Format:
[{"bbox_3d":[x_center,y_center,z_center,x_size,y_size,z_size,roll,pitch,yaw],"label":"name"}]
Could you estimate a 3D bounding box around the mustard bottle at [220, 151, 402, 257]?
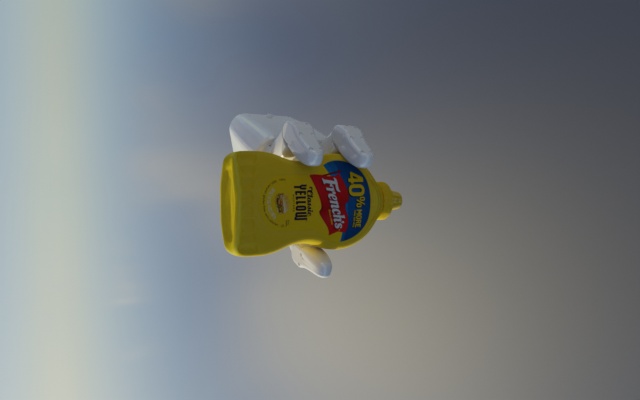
[{"bbox_3d":[0.000,0.002,0.475,0.191,0.096,0.058,-1,0,-29],"label":"mustard bottle"}]
